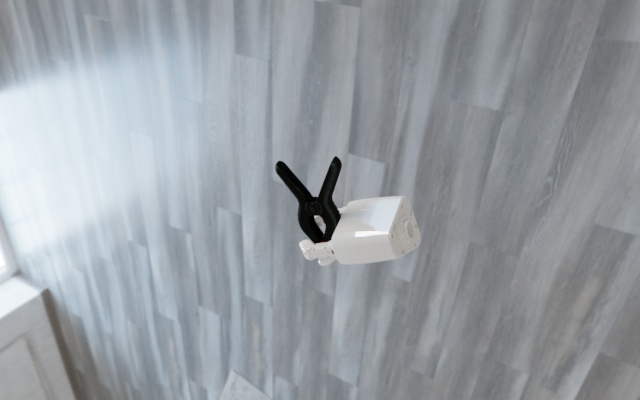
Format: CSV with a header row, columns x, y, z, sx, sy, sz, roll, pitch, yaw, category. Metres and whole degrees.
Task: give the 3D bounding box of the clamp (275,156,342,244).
x,y,z,sx,sy,sz,roll,pitch,yaw,category
0.000,0.003,0.803,0.120,0.171,0.039,-9,21,36,clamp
